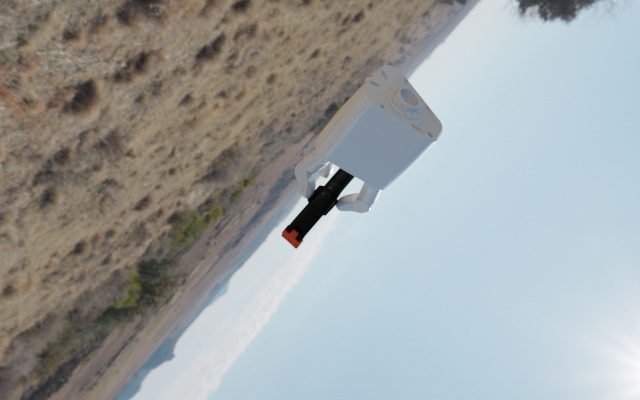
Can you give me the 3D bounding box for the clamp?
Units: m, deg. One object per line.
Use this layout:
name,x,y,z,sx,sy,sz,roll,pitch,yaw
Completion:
clamp,0.001,0.003,0.689,0.210,0.036,0.165,-50,2,-42
